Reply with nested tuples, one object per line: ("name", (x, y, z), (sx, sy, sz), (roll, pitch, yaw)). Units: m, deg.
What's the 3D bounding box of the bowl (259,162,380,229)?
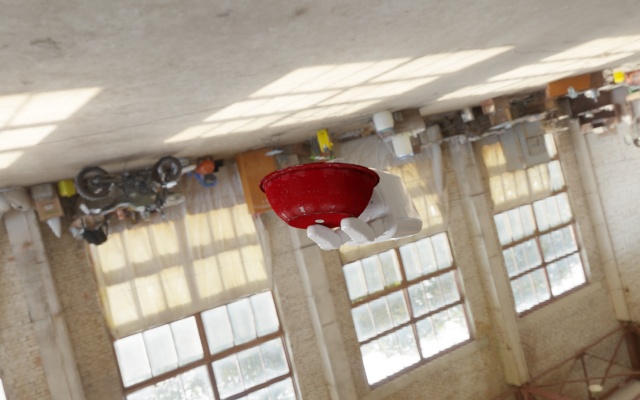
("bowl", (-0.001, 0.002, 0.633), (0.162, 0.055, 0.162), (-3, -16, -1))
